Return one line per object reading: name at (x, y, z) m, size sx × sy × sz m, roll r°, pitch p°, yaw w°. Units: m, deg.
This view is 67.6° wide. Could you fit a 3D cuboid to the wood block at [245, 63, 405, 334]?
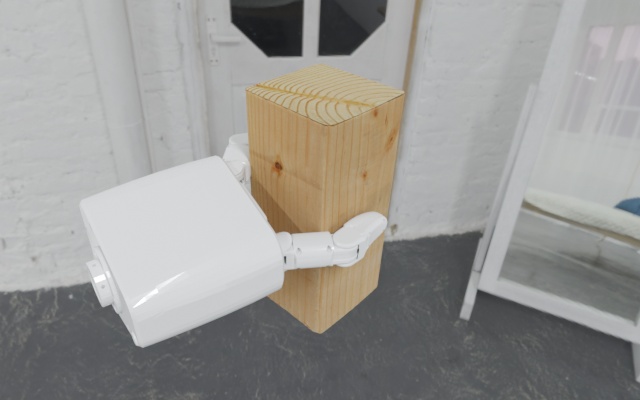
wood block at (0.000, 0.002, 0.419) m, size 0.090 × 0.206 × 0.090 m, roll 29°, pitch 43°, yaw 33°
